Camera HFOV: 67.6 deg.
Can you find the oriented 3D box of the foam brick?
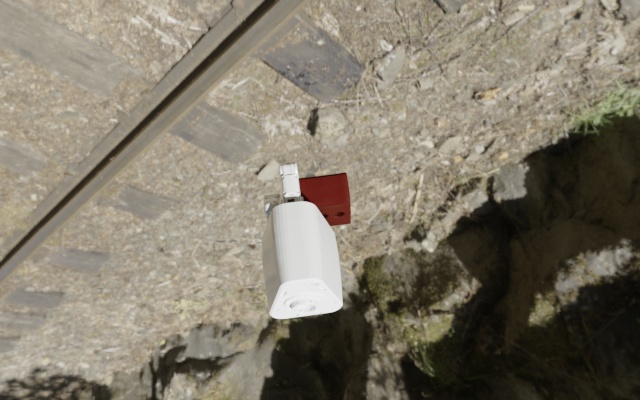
[{"bbox_3d":[0.000,0.002,0.635,0.078,0.051,0.053,-8,-35,-2],"label":"foam brick"}]
